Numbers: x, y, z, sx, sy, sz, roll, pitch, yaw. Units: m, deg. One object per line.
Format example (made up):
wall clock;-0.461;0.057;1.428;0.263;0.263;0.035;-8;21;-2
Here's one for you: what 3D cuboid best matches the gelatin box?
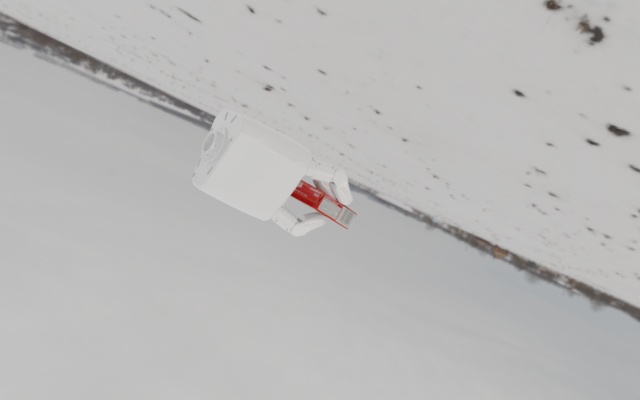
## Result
gelatin box;0.000;0.003;0.692;0.073;0.030;0.089;29;-3;42
